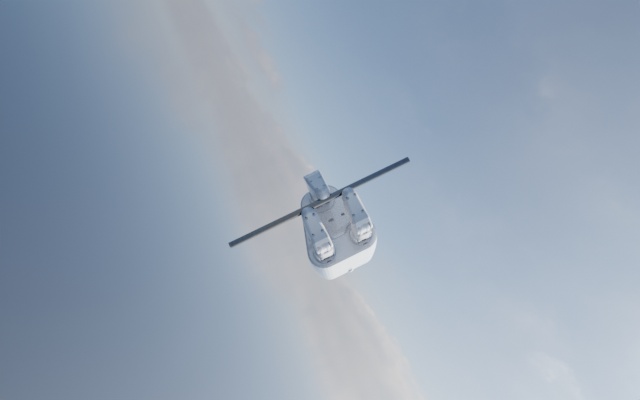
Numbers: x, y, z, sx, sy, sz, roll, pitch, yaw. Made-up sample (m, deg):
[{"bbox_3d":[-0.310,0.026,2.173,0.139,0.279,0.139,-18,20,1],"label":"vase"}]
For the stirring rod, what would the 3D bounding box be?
[{"bbox_3d":[0.000,0.002,0.577,0.239,0.011,0.011,-26,2,-4],"label":"stirring rod"}]
